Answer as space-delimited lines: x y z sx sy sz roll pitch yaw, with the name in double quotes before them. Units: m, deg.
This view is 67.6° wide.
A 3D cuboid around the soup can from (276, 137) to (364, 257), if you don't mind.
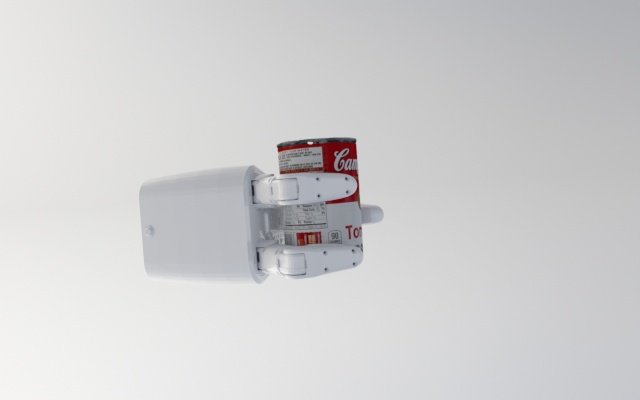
"soup can" 0.001 0.002 0.403 0.068 0.102 0.068 -4 1 0
